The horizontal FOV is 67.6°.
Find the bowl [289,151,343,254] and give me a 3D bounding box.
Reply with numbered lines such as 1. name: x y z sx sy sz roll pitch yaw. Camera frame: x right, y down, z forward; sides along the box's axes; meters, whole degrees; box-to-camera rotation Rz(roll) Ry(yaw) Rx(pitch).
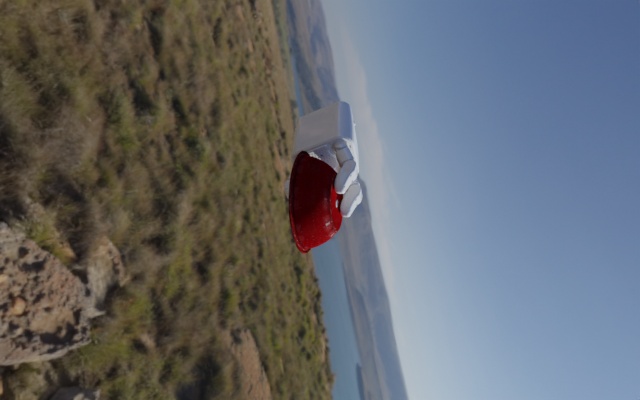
1. bowl: 0.000 0.004 0.745 0.055 0.162 0.162 0 0 15
